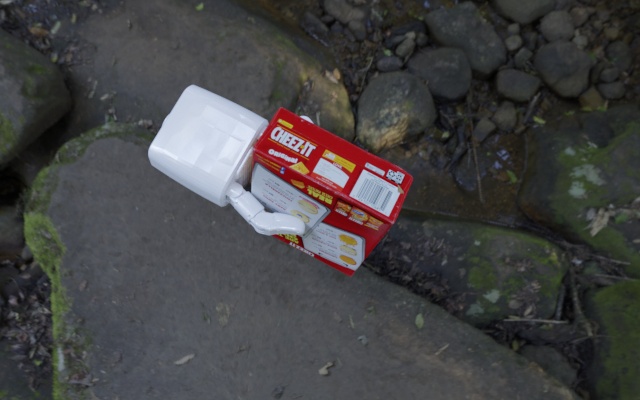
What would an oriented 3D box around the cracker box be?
[{"bbox_3d":[0.000,0.002,0.585,0.164,0.072,0.214,27,-24,4],"label":"cracker box"}]
